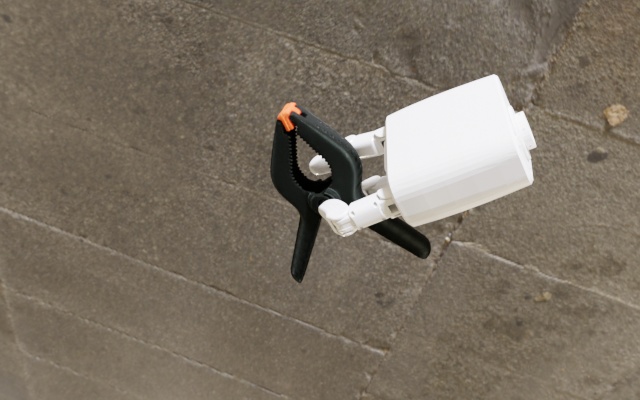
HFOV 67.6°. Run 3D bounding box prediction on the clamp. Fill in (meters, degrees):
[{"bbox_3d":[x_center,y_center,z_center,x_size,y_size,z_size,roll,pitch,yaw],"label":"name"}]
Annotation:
[{"bbox_3d":[0.000,0.002,0.500,0.164,0.210,0.036,-22,25,24],"label":"clamp"}]
